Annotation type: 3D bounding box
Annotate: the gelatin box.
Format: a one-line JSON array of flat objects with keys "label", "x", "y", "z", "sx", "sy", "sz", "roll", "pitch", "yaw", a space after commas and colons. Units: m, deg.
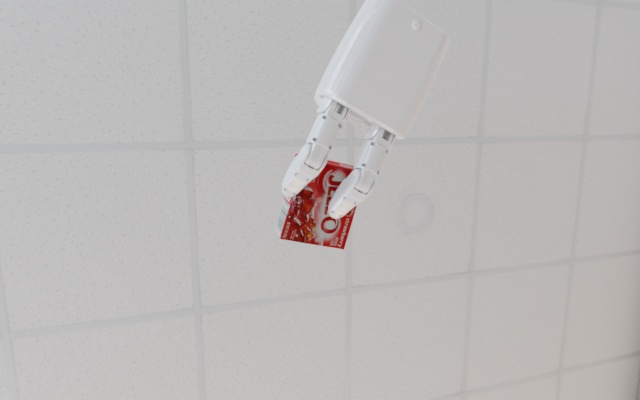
[{"label": "gelatin box", "x": 0.000, "y": 0.002, "z": 0.497, "sx": 0.073, "sy": 0.089, "sz": 0.030, "roll": 11, "pitch": 14, "yaw": -21}]
